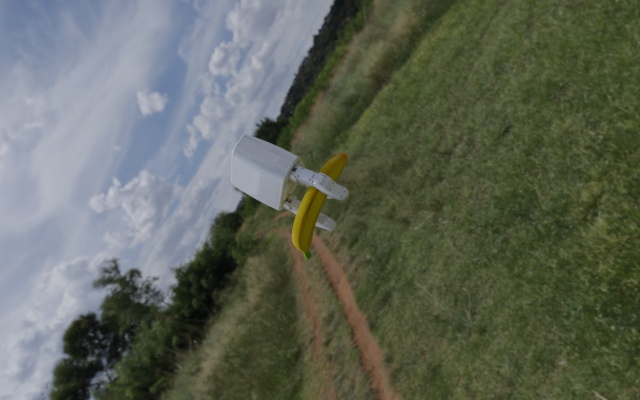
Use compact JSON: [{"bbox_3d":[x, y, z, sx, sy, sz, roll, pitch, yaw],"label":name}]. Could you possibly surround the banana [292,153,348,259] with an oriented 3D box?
[{"bbox_3d":[-0.007,0.004,0.818,0.037,0.198,0.069,23,2,19],"label":"banana"}]
